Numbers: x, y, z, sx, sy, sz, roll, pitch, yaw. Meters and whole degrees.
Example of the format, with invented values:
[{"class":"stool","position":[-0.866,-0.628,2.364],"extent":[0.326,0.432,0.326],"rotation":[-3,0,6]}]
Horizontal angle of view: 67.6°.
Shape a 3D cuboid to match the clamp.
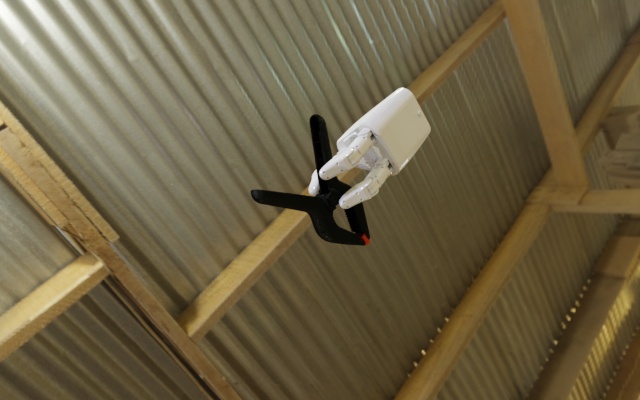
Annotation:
[{"class":"clamp","position":[0.000,0.003,0.705],"extent":[0.164,0.210,0.036],"rotation":[-47,26,-27]}]
